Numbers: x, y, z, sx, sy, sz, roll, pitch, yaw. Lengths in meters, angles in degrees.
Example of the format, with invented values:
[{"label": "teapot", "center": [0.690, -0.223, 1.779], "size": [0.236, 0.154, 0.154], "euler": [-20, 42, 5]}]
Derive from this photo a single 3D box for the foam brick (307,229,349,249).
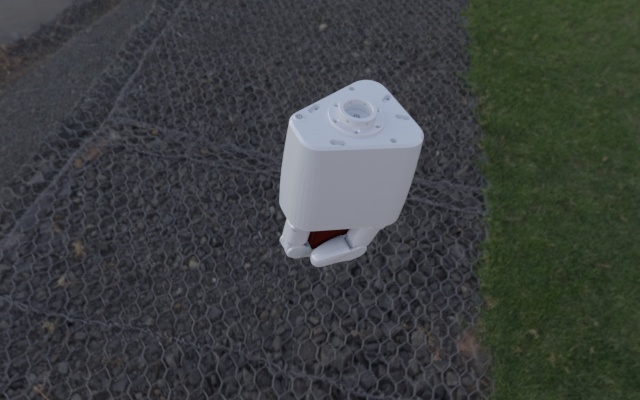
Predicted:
[{"label": "foam brick", "center": [0.000, 0.002, 0.509], "size": [0.053, 0.078, 0.051], "euler": [-18, -35, -22]}]
